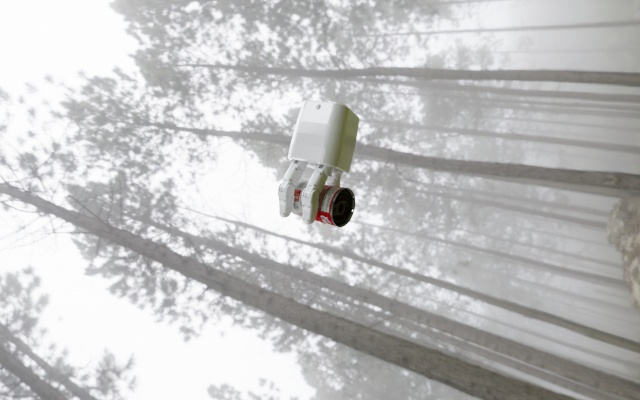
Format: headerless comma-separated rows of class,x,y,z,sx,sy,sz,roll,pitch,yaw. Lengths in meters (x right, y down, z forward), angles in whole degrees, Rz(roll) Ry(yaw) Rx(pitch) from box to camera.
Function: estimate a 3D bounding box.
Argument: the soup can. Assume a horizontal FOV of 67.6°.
soup can,0.000,0.003,0.830,0.102,0.068,0.068,14,8,36
